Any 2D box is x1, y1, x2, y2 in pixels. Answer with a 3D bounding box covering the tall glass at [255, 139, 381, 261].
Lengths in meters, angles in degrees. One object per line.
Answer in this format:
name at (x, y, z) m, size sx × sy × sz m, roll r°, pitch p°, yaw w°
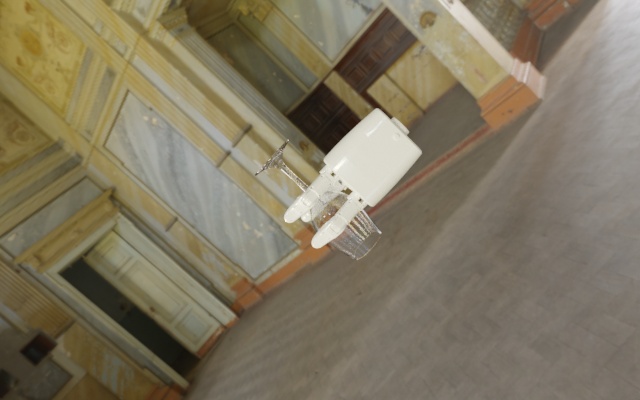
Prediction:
tall glass at (0.000, 0.002, 0.722) m, size 0.201 × 0.079 × 0.079 m, roll 43°, pitch -7°, yaw -7°
